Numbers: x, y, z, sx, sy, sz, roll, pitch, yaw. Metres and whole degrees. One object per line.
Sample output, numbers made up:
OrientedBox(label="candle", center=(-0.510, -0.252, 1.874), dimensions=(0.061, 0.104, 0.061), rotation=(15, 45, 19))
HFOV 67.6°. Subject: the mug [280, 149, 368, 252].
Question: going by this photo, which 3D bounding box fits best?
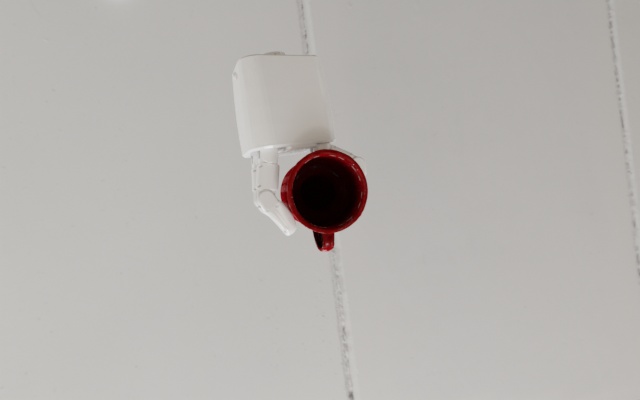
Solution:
OrientedBox(label="mug", center=(0.000, 0.003, 0.564), dimensions=(0.093, 0.117, 0.081), rotation=(-8, 2, -15))
